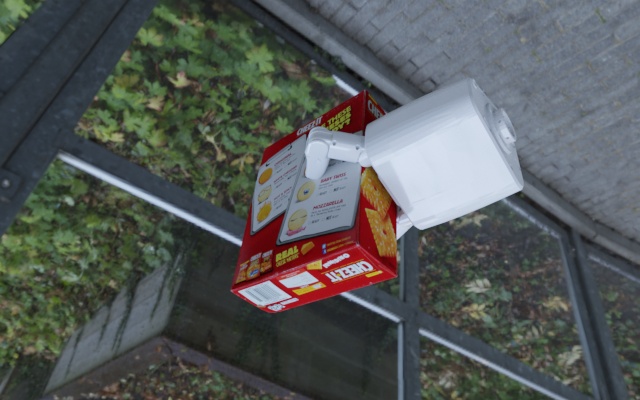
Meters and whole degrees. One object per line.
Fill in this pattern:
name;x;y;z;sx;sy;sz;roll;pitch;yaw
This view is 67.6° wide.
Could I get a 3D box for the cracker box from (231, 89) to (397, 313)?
cracker box;0.000;0.002;0.526;0.164;0.213;0.072;-24;-49;32
